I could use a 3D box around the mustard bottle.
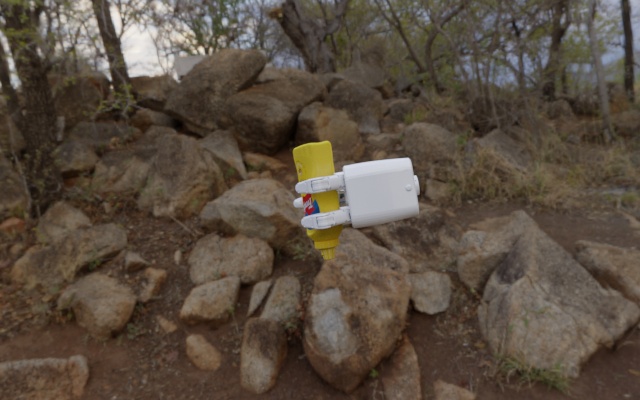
[{"bbox_3d":[0.000,0.002,0.789,0.058,0.191,0.096,-10,2,-21],"label":"mustard bottle"}]
